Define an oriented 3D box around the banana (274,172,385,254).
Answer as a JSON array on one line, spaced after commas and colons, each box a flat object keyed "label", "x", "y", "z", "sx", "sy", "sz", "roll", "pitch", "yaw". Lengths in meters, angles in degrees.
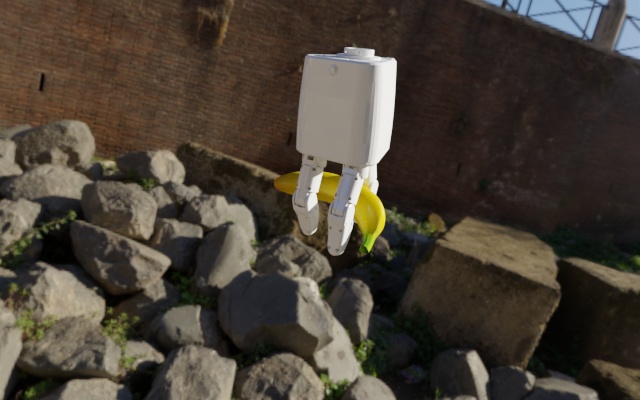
[{"label": "banana", "x": 0.017, "y": -0.004, "z": 0.588, "sx": 0.069, "sy": 0.037, "sz": 0.197, "roll": -24, "pitch": 35, "yaw": -26}]
